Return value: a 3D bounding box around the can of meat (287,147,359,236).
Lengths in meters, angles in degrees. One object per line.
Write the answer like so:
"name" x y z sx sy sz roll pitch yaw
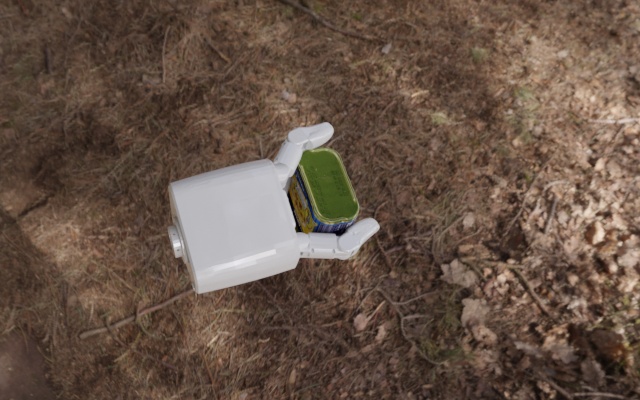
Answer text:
"can of meat" 0.000 0.002 0.550 0.057 0.102 0.084 -11 -28 -19
